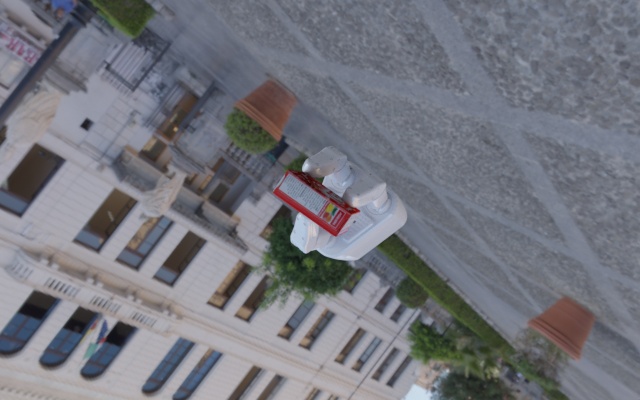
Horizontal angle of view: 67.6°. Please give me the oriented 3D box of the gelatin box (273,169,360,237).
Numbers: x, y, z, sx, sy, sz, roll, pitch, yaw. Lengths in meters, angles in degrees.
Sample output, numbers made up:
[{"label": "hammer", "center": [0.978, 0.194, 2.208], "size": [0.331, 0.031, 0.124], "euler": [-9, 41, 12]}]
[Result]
[{"label": "gelatin box", "center": [0.000, 0.002, 0.476], "size": [0.073, 0.030, 0.089], "euler": [35, 7, 9]}]
